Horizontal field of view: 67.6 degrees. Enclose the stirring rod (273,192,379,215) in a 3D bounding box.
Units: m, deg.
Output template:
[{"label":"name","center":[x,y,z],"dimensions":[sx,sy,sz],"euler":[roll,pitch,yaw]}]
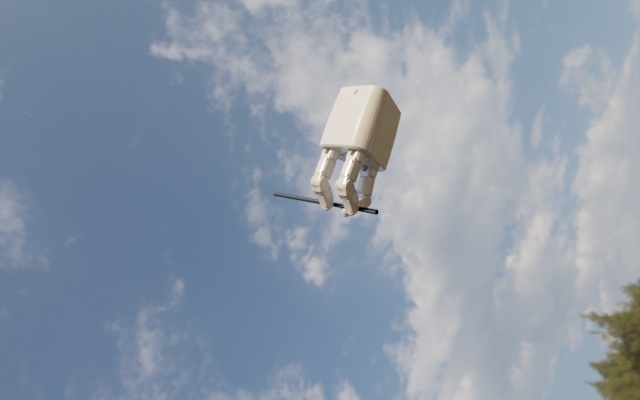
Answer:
[{"label":"stirring rod","center":[0.000,0.003,0.793],"dimensions":[0.011,0.011,0.239],"euler":[0,7,-44]}]
